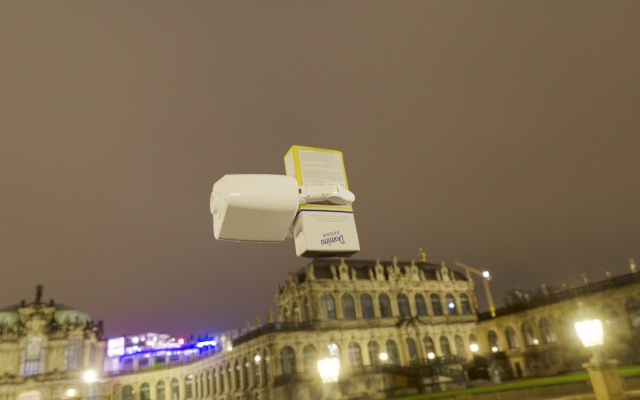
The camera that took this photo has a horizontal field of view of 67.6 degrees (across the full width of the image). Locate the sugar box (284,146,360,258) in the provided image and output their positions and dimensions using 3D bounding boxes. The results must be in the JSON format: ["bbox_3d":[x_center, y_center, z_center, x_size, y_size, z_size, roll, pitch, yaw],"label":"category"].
[{"bbox_3d":[0.000,0.003,0.756,0.093,0.176,0.048,4,-24,-25],"label":"sugar box"}]
